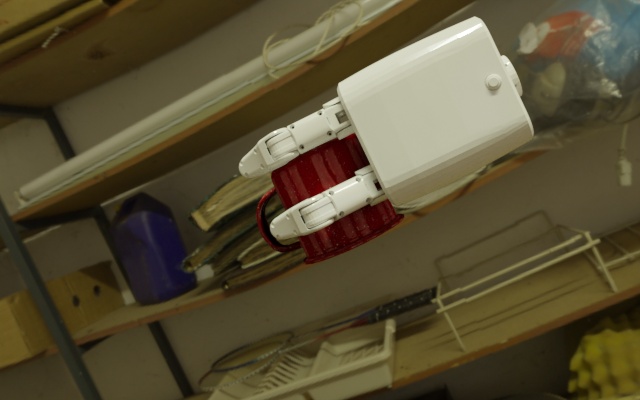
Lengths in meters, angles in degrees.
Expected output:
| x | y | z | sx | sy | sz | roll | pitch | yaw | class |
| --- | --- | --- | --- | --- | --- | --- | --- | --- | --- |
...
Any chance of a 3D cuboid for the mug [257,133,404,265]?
| x | y | z | sx | sy | sz | roll | pitch | yaw | class |
| --- | --- | --- | --- | --- | --- | --- | --- | --- | --- |
| -0.001 | 0.002 | 0.401 | 0.117 | 0.081 | 0.093 | -25 | 1 | 14 | mug |
